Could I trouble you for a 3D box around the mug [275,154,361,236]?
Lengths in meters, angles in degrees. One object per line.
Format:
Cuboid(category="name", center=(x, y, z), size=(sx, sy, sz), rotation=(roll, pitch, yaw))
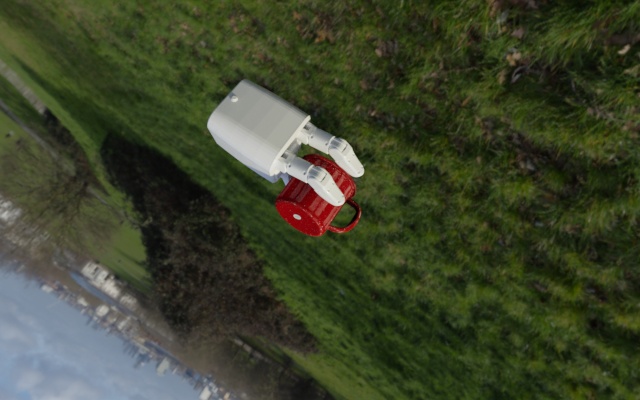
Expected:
Cuboid(category="mug", center=(0.001, 0.003, 0.668), size=(0.117, 0.081, 0.093), rotation=(33, -24, 5))
